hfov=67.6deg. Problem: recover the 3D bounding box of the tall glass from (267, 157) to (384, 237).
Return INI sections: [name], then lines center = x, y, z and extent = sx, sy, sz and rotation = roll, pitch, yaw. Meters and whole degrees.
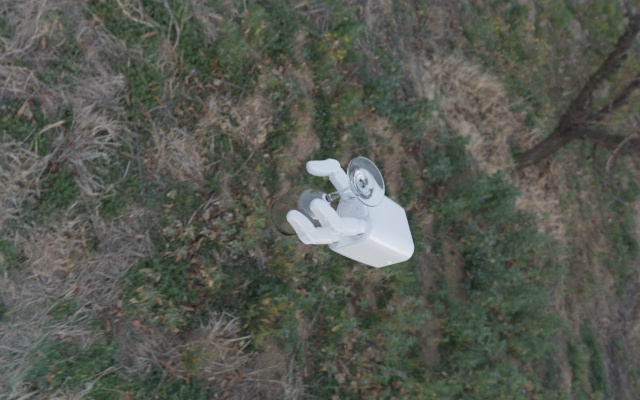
[tall glass]
center = 0.000, 0.002, 0.739
extent = 0.079, 0.079, 0.201
rotation = 0, -17, -44
